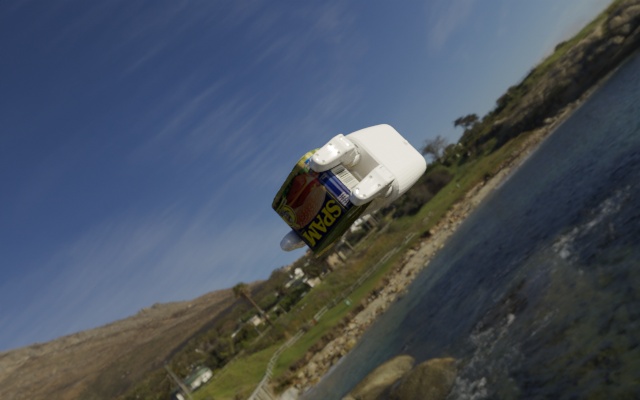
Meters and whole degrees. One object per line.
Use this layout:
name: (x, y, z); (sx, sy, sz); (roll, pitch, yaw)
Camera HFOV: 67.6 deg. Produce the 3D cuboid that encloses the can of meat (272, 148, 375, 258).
can of meat: (0.000, 0.002, 0.549); (0.057, 0.084, 0.102); (-31, -17, -50)
